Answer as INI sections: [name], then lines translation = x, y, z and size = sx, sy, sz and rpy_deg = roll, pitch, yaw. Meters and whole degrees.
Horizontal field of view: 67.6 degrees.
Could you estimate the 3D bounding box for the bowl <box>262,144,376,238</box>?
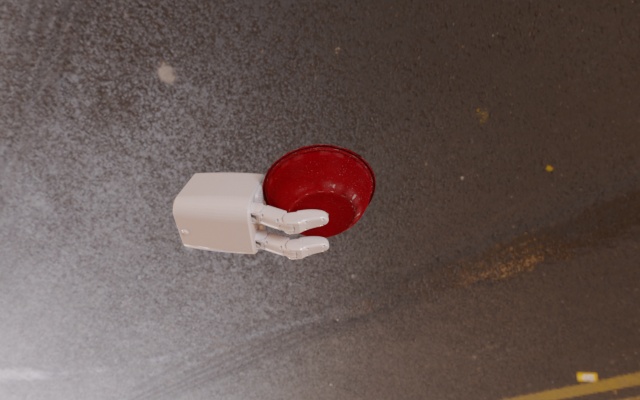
[bowl]
translation = 0.001, 0.002, 0.661
size = 0.162, 0.162, 0.055
rpy_deg = 0, 44, -6
